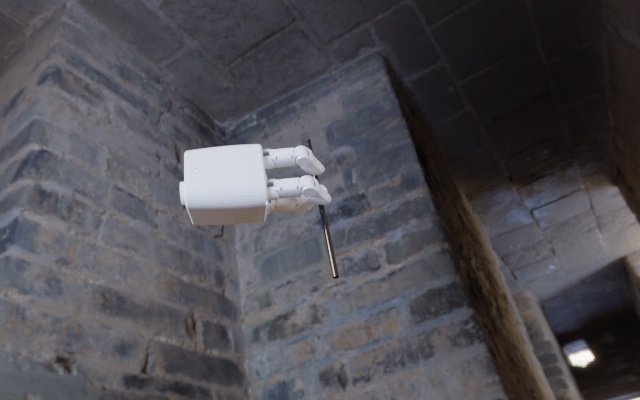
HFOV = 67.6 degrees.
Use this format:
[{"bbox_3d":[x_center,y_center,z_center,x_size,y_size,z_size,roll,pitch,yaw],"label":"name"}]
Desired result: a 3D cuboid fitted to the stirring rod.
[{"bbox_3d":[0.000,0.002,0.683,0.011,0.239,0.011,-8,-35,-5],"label":"stirring rod"}]
